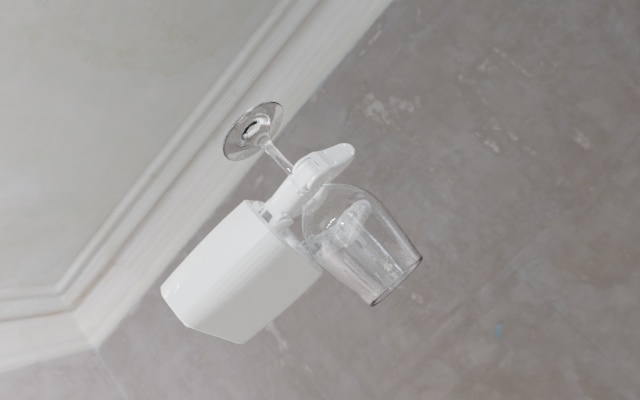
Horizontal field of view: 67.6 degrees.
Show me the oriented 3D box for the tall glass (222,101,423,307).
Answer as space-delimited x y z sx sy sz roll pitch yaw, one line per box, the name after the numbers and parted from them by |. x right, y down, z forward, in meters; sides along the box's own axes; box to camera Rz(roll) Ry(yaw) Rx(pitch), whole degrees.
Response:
0.000 0.001 0.436 0.201 0.079 0.079 46 17 17 | tall glass
